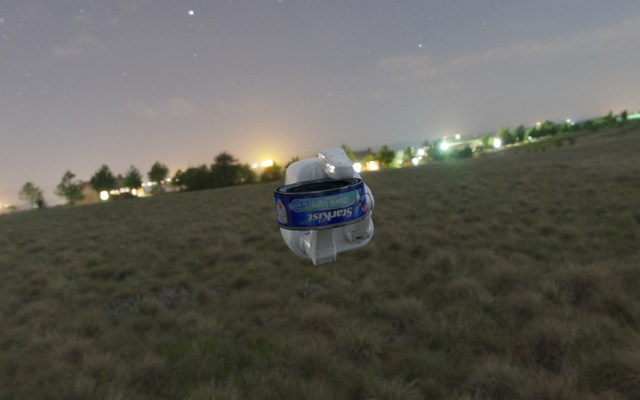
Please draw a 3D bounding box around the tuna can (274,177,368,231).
[{"bbox_3d":[0.000,0.001,0.445,0.086,0.034,0.086,-7,10,1],"label":"tuna can"}]
